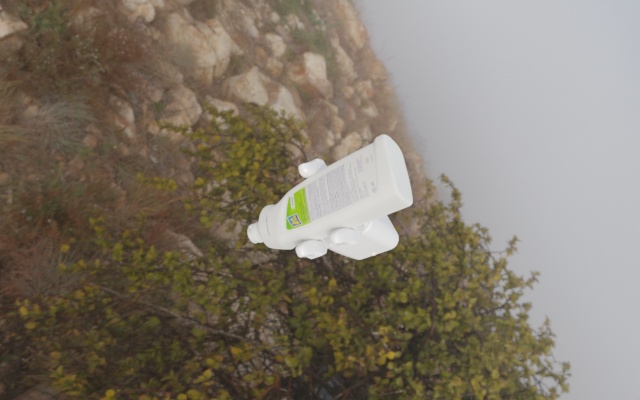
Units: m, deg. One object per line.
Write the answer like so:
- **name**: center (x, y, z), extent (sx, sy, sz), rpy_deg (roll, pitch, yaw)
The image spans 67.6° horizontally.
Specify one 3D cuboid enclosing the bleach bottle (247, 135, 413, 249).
- **bleach bottle**: center (0.000, 0.002, 0.682), extent (0.251, 0.102, 0.068), rpy_deg (-22, -31, 26)
